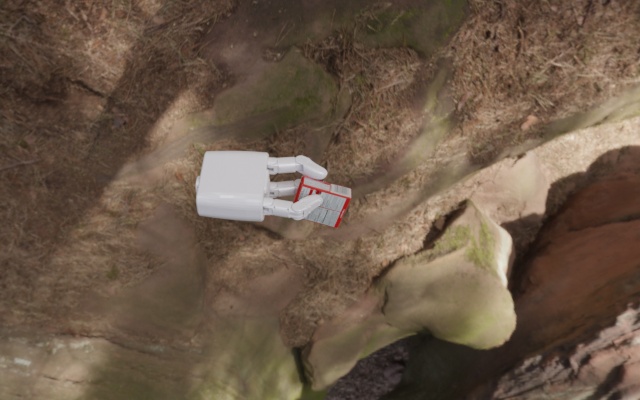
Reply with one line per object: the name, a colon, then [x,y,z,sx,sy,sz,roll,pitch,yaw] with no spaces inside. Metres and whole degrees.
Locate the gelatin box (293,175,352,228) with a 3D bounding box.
gelatin box: [0.000,0.003,0.815,0.089,0.073,0.030,15,39,-7]
